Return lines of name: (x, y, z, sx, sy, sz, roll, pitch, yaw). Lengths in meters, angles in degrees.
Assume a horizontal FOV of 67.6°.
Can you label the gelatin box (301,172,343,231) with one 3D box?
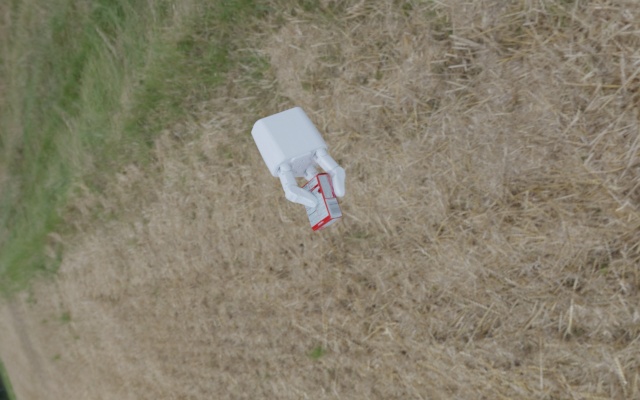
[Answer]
gelatin box: (0.000, 0.003, 0.885, 0.030, 0.089, 0.073, -9, -17, -33)
